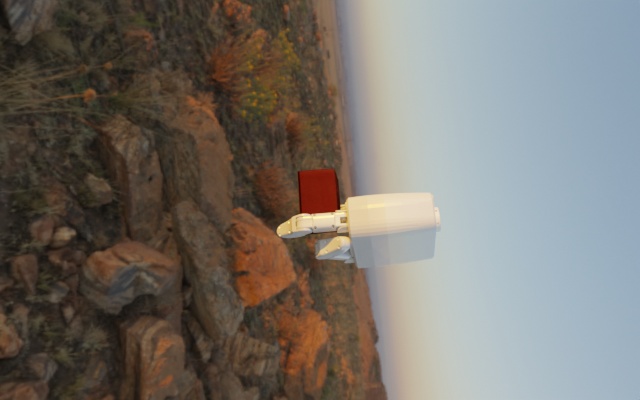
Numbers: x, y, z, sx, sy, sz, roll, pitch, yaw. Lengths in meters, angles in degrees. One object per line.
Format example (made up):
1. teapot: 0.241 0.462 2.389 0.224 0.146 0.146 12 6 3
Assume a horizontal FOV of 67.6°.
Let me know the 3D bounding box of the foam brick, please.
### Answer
1. foam brick: 0.000 0.002 0.649 0.051 0.078 0.053 -6 -17 8
